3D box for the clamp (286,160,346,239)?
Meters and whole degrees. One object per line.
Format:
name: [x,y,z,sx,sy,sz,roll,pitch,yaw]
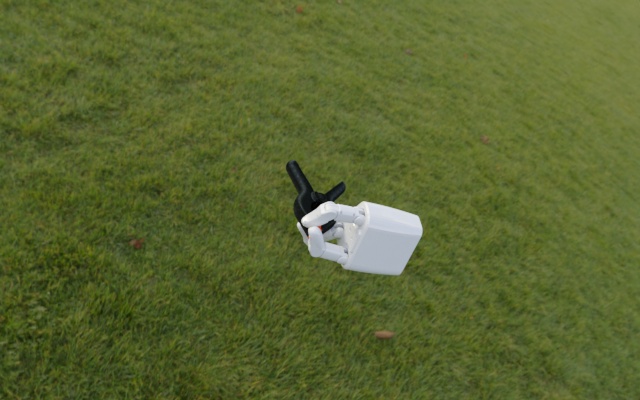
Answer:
clamp: [0.000,0.002,0.834,0.120,0.171,0.039,12,-46,-21]
